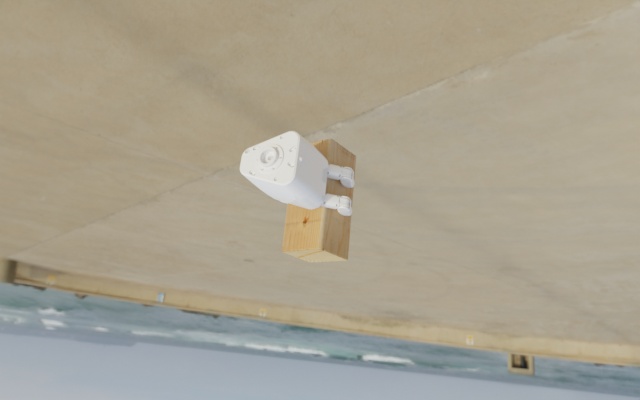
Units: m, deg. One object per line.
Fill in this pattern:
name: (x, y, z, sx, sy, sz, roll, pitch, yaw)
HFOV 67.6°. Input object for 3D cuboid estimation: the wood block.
wood block: (0.000, 0.003, 0.886, 0.091, 0.206, 0.090, -8, -23, 37)
